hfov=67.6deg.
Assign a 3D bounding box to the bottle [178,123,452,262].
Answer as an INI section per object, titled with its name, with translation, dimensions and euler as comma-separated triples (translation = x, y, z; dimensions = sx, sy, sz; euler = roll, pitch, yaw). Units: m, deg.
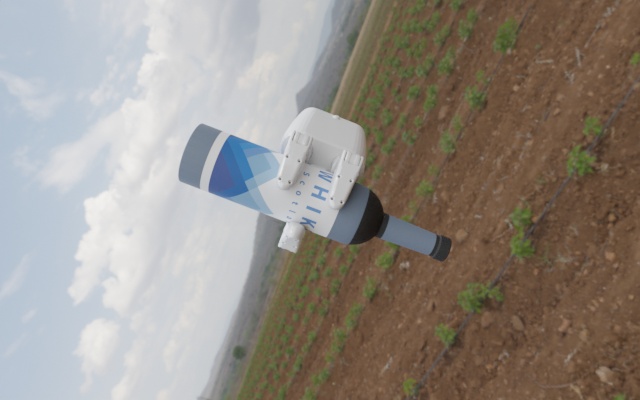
[bottle]
translation = 0.000, 0.002, 0.514
dimensions = 0.296, 0.069, 0.069
euler = 21, -1, -3
